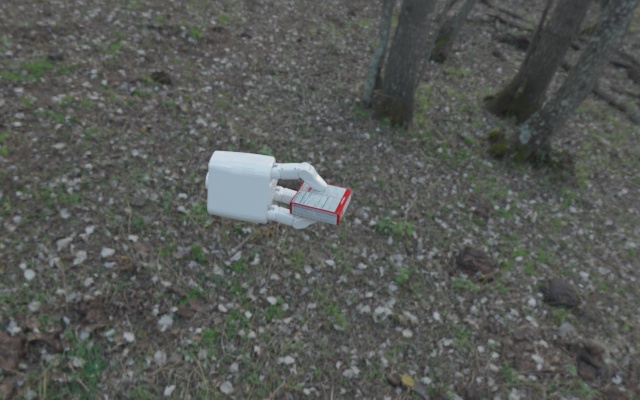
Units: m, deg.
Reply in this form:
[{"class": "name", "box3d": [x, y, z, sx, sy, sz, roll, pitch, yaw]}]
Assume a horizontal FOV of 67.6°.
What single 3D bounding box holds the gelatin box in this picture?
[{"class": "gelatin box", "box3d": [0.000, 0.002, 0.823, 0.089, 0.030, 0.073, 12, 39, 15]}]
